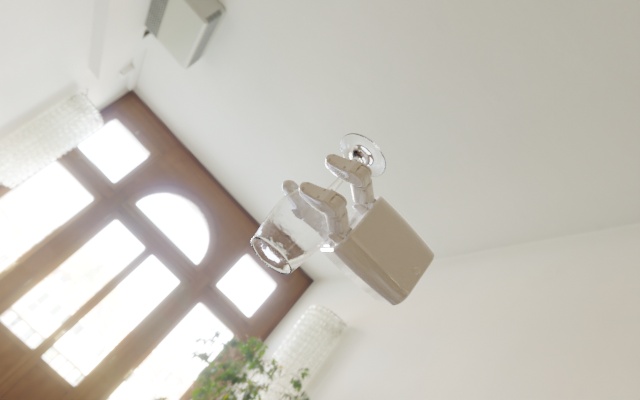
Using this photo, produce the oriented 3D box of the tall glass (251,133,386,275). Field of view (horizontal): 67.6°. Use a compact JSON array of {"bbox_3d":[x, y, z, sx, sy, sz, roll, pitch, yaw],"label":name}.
[{"bbox_3d":[0.000,0.001,0.611,0.079,0.079,0.201,0,40,51],"label":"tall glass"}]
